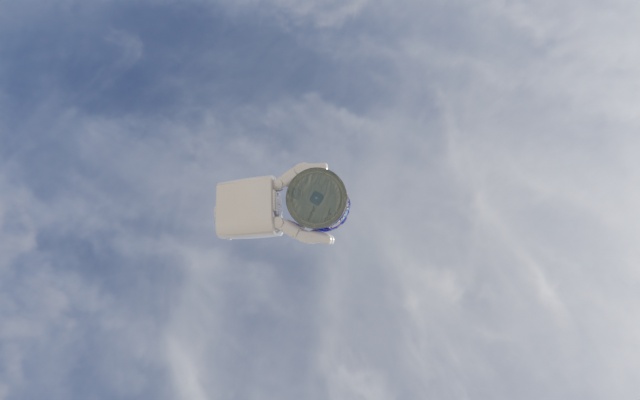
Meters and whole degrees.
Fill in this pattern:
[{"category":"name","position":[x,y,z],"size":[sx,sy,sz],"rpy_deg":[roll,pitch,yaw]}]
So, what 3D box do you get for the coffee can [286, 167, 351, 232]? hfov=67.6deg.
[{"category":"coffee can","position":[0.000,0.003,0.854],"size":[0.103,0.103,0.140],"rpy_deg":[0,-6,6]}]
